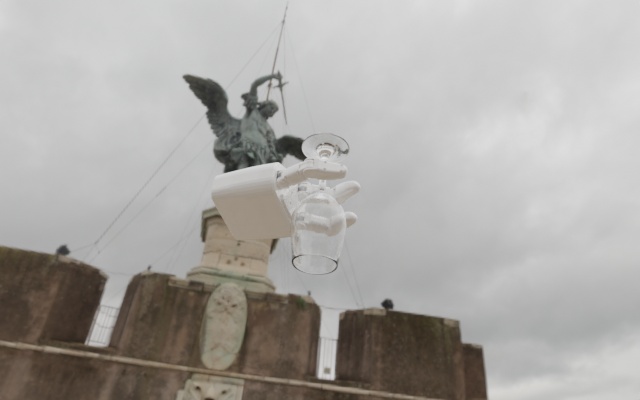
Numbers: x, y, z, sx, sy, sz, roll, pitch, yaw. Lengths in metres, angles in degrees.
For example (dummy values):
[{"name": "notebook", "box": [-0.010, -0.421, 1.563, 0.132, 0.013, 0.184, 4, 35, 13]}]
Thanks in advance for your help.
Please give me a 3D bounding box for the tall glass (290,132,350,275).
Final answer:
[{"name": "tall glass", "box": [0.000, 0.002, 0.684, 0.079, 0.201, 0.079, 3, -33, 2]}]
